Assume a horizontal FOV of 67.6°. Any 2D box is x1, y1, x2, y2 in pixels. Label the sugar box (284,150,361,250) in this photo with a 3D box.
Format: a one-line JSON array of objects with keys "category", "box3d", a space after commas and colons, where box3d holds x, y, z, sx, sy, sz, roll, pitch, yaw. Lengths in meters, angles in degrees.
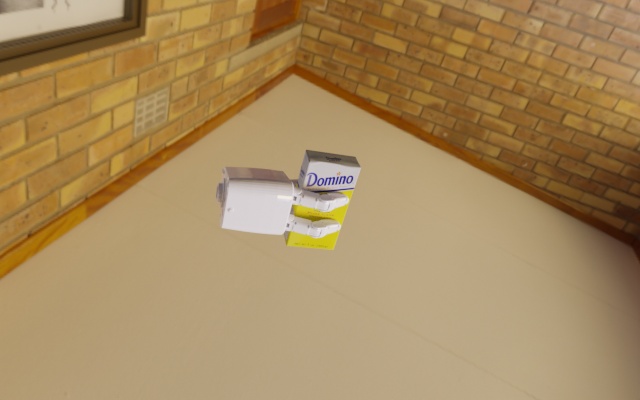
[{"category": "sugar box", "box3d": [0.000, 0.003, 0.834, 0.093, 0.176, 0.048, 6, 34, -17]}]
